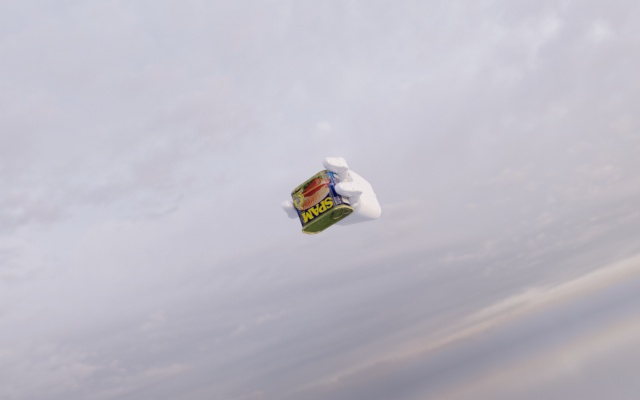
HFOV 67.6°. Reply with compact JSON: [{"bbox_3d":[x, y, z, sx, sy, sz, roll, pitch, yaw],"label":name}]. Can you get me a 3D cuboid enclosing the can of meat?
[{"bbox_3d":[0.000,0.003,0.894,0.102,0.084,0.057,-32,-26,24],"label":"can of meat"}]
